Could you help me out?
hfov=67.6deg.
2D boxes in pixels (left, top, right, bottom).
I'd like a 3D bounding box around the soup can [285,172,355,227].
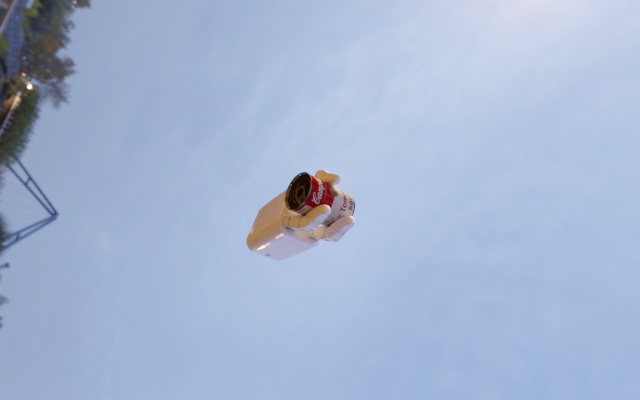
[{"bbox_3d":[0.001,0.002,0.808,0.102,0.068,0.068,26,-15,-34],"label":"soup can"}]
